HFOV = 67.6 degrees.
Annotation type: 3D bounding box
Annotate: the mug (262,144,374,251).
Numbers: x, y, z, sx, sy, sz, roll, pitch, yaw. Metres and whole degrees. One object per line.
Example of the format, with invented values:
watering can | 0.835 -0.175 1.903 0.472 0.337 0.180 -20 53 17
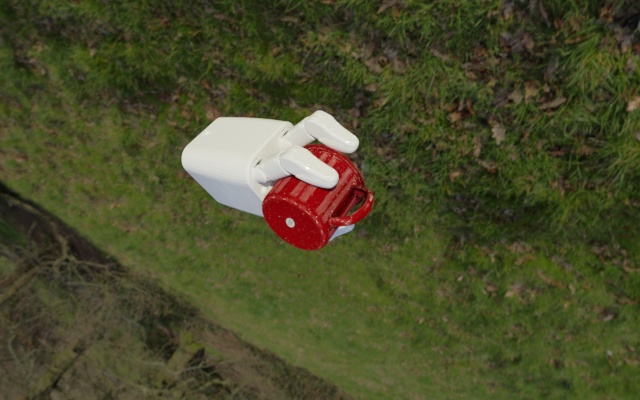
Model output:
mug | 0.001 0.002 0.511 0.117 0.093 0.081 12 48 31
